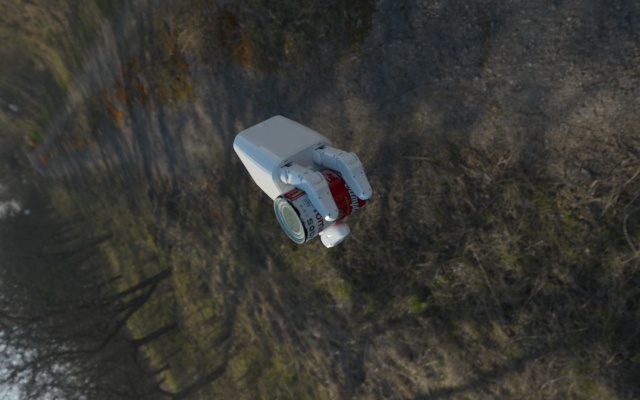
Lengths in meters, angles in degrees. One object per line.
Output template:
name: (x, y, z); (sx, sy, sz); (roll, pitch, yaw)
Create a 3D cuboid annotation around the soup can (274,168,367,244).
soup can: (0.000, 0.002, 0.610); (0.102, 0.068, 0.068); (-30, 14, -26)
